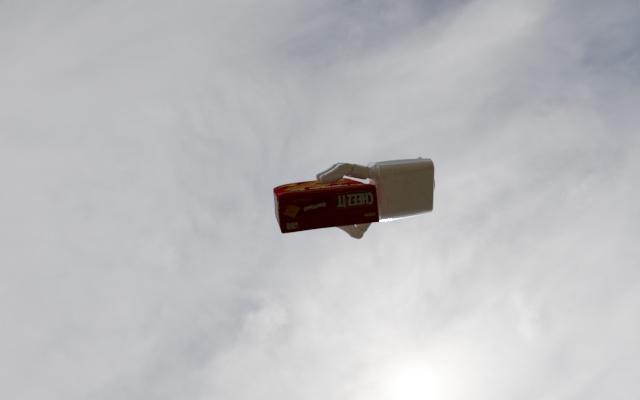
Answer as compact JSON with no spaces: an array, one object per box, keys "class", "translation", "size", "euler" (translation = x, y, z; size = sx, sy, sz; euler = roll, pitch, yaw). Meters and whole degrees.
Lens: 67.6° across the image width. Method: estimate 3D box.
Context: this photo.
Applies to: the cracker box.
[{"class":"cracker box","translation":[0.000,0.003,0.870],"size":[0.164,0.072,0.213],"euler":[-7,6,-7]}]
